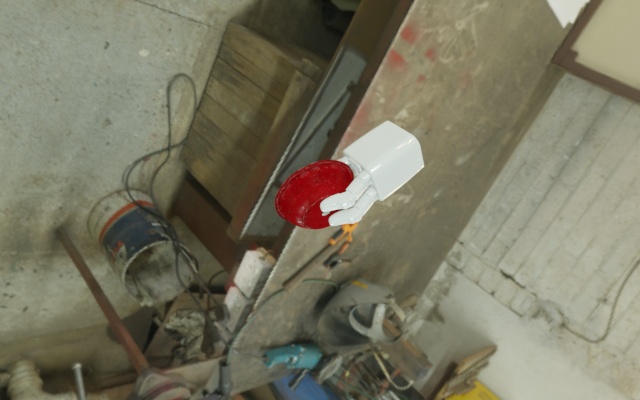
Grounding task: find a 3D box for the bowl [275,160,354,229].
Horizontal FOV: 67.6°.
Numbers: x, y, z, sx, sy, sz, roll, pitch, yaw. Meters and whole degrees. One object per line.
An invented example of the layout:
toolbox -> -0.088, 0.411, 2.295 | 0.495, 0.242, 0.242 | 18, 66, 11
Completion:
bowl -> -0.001, 0.004, 0.877 | 0.162, 0.055, 0.162 | -19, -37, -15
